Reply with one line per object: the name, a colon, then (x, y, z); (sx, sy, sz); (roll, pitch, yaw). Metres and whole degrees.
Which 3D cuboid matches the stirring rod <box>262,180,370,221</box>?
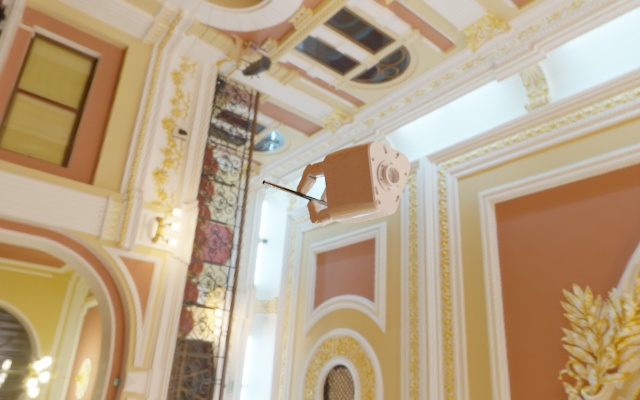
stirring rod: (0.000, 0.003, 0.854); (0.239, 0.011, 0.011); (19, -11, -34)
